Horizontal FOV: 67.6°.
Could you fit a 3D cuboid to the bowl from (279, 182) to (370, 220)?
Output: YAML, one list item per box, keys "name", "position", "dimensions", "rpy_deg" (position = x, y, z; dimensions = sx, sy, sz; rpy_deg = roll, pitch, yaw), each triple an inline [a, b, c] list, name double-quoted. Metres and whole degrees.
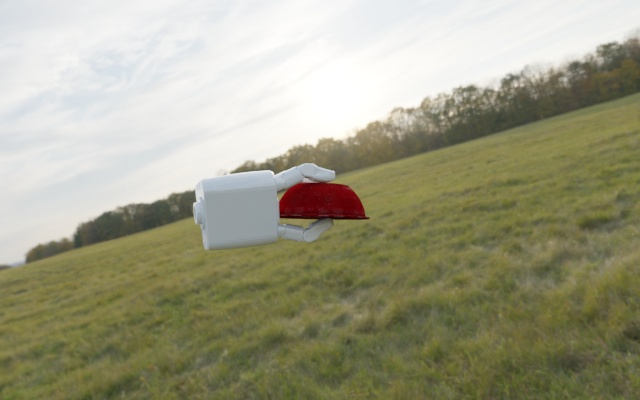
- name: "bowl"
  position: [0.001, 0.002, 0.779]
  dimensions: [0.162, 0.055, 0.162]
  rpy_deg: [2, -4, 0]
